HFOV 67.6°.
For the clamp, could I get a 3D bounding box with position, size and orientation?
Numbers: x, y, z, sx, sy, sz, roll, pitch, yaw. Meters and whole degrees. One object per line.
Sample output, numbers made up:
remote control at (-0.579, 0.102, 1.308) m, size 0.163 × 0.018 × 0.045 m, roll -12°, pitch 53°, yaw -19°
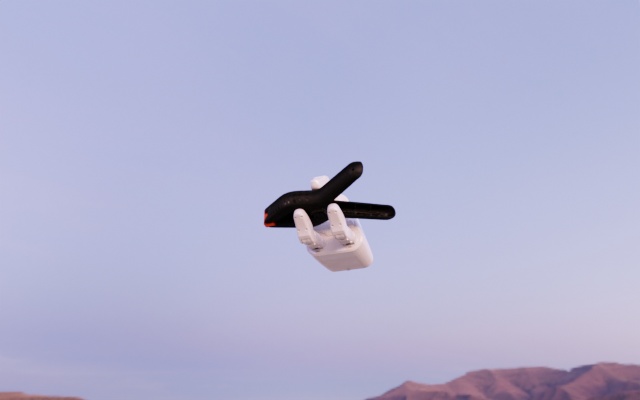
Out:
clamp at (0.000, 0.002, 0.746) m, size 0.210 × 0.036 × 0.165 m, roll -10°, pitch -31°, yaw 15°
